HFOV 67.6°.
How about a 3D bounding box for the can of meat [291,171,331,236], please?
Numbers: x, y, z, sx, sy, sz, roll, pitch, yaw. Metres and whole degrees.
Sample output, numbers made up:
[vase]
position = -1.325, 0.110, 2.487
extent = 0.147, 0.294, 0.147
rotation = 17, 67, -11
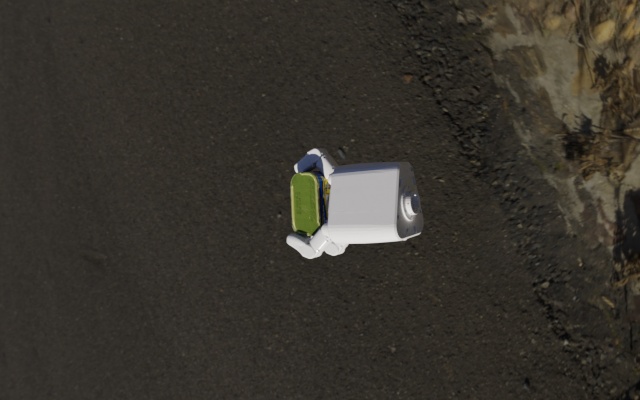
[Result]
[can of meat]
position = 0.000, 0.002, 0.741
extent = 0.057, 0.102, 0.084
rotation = -1, 4, 35
